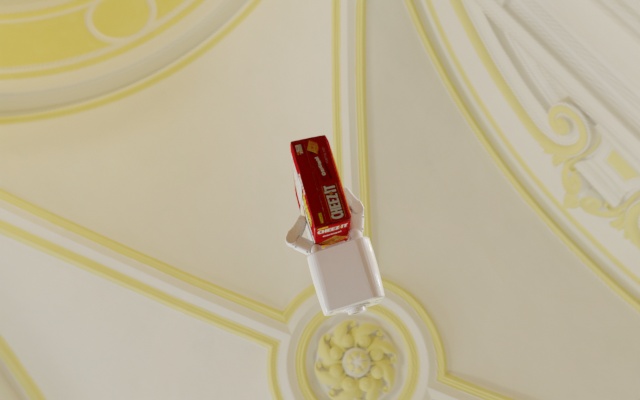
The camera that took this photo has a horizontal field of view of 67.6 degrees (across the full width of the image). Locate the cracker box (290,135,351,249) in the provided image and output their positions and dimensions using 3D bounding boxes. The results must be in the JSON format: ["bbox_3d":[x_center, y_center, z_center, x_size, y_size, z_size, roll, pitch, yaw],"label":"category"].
[{"bbox_3d":[0.000,0.003,0.882,0.072,0.164,0.214,-14,-20,-6],"label":"cracker box"}]
